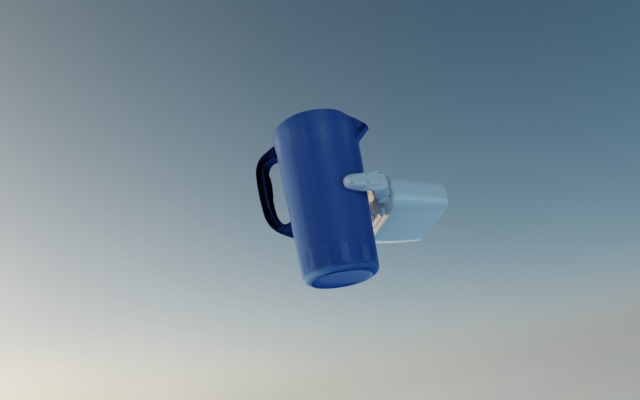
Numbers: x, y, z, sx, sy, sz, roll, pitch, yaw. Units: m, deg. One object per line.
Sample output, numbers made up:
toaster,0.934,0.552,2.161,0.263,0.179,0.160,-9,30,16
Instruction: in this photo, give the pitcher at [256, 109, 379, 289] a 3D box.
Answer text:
pitcher,0.000,0.002,0.702,0.145,0.242,0.149,2,-26,-26
